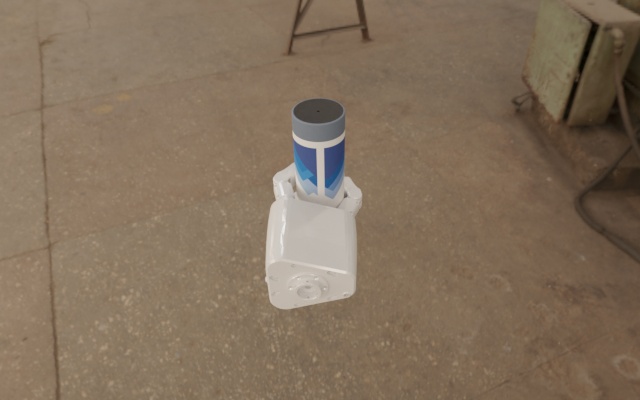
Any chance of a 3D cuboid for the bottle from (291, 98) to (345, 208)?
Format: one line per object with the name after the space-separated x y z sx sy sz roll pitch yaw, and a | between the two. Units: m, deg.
0.000 0.002 0.681 0.069 0.296 0.069 -1 40 1 | bottle
